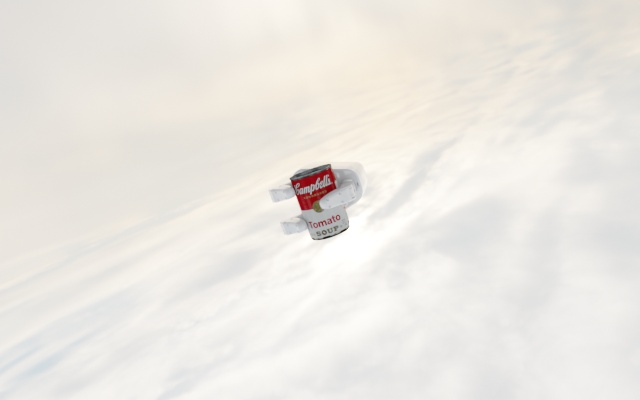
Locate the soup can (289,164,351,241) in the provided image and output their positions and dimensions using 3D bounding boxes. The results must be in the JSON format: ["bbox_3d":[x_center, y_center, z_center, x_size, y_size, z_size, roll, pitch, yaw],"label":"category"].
[{"bbox_3d":[0.000,0.003,0.734,0.068,0.102,0.068,-18,10,3],"label":"soup can"}]
